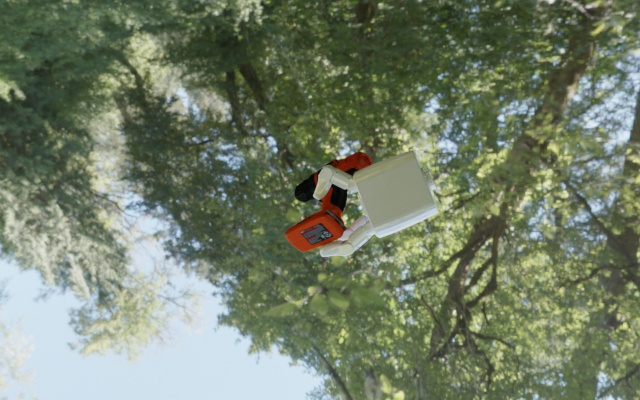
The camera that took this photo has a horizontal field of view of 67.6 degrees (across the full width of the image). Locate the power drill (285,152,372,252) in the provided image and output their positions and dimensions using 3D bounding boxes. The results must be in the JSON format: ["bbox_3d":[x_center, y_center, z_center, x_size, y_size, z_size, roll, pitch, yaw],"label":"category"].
[{"bbox_3d":[0.000,0.003,0.868,0.184,0.187,0.057,-27,-61,38],"label":"power drill"}]
